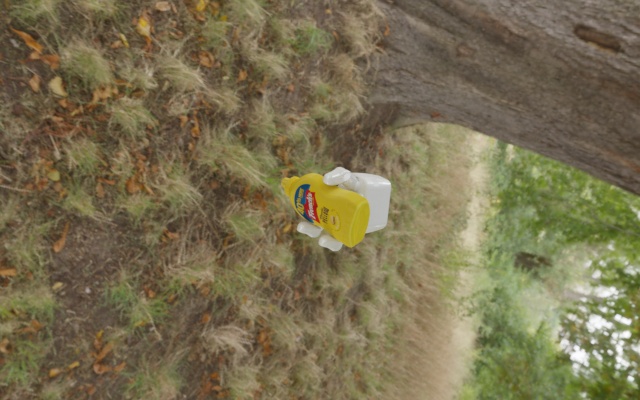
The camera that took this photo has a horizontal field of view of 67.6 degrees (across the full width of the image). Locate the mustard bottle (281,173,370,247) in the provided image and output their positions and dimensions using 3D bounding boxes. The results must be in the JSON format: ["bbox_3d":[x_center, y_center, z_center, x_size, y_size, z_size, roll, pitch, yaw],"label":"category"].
[{"bbox_3d":[0.000,0.003,0.882,0.191,0.096,0.058,30,42,32],"label":"mustard bottle"}]
